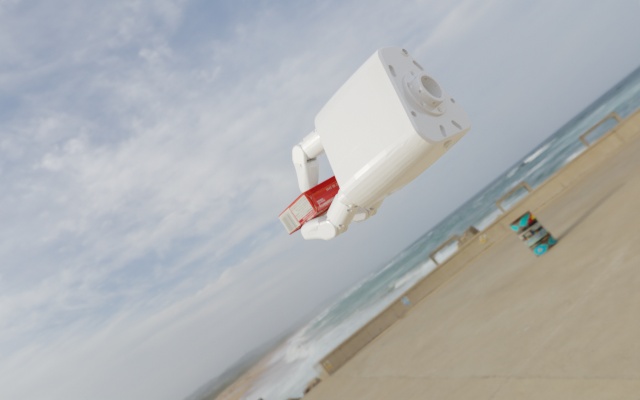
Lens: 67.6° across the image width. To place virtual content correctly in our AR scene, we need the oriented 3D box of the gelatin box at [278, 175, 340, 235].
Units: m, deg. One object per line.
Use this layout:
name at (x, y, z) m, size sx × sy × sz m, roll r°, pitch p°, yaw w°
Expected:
gelatin box at (0.000, 0.002, 0.558) m, size 0.073 × 0.030 × 0.089 m, roll -29°, pitch -6°, yaw -31°
